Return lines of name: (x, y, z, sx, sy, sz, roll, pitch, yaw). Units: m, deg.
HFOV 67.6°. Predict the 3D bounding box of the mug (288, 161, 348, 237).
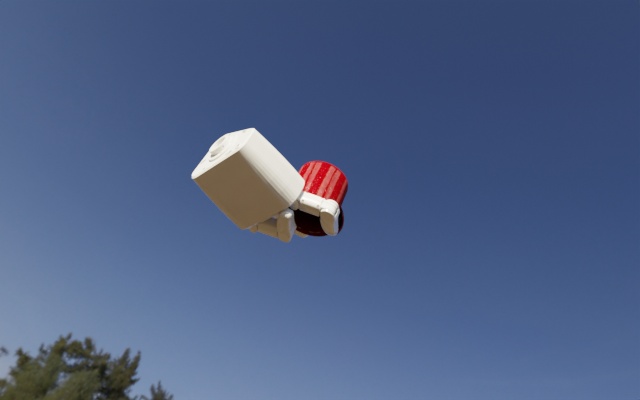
mug: (0.001, 0.003, 0.731, 0.093, 0.081, 0.117, -16, -54, 40)
